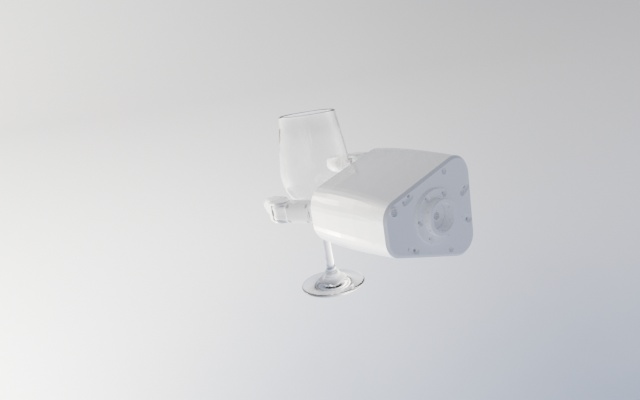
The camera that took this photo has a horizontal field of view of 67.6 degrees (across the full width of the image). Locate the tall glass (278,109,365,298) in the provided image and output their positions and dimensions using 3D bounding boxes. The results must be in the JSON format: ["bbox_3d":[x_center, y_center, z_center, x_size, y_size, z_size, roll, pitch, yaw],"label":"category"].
[{"bbox_3d":[0.000,0.002,0.536,0.079,0.201,0.079,-9,14,2],"label":"tall glass"}]
